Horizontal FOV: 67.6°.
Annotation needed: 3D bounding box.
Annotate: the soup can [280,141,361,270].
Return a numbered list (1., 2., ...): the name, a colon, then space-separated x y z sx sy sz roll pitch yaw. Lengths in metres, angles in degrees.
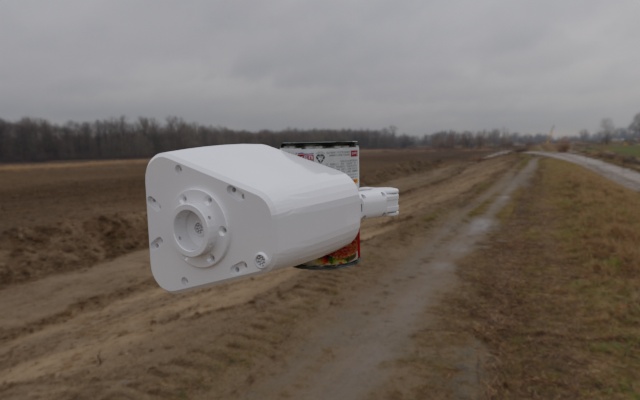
1. soup can: 0.000 0.001 0.408 0.068 0.102 0.068 -1 7 0
